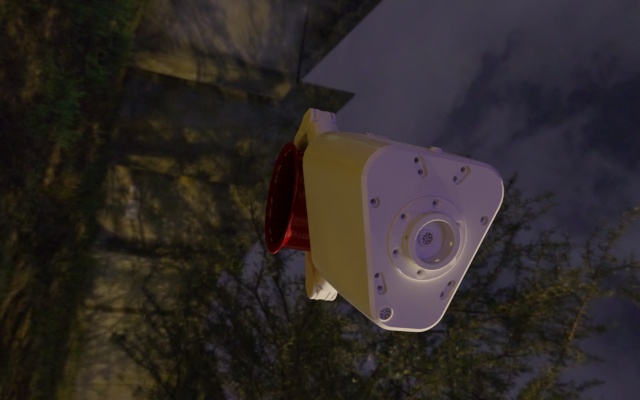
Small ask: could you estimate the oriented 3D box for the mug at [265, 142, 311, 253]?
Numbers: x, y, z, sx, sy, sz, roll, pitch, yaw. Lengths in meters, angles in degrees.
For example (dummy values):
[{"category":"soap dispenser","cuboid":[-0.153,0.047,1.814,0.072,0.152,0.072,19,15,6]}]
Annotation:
[{"category":"mug","cuboid":[0.000,0.001,0.420,0.081,0.093,0.117,10,8,-18]}]
